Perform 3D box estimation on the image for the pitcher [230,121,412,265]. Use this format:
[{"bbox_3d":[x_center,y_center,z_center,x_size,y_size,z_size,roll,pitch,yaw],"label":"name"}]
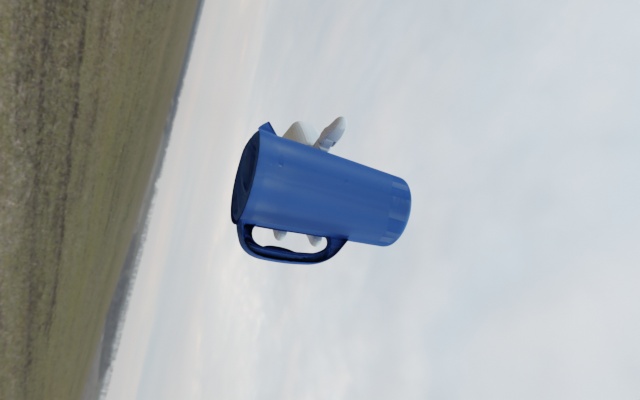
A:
[{"bbox_3d":[0.000,0.002,0.676,0.243,0.149,0.145,14,27,-19],"label":"pitcher"}]
